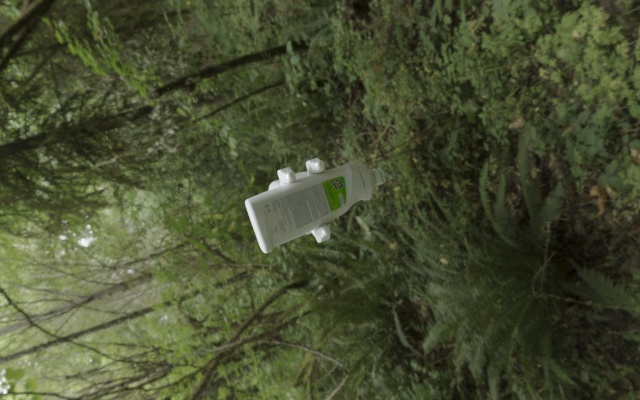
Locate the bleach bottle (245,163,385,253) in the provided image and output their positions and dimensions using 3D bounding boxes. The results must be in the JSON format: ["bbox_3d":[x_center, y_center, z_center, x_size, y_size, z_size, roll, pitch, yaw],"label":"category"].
[{"bbox_3d":[0.000,0.003,0.852,0.251,0.102,0.068,-20,12,-13],"label":"bleach bottle"}]
